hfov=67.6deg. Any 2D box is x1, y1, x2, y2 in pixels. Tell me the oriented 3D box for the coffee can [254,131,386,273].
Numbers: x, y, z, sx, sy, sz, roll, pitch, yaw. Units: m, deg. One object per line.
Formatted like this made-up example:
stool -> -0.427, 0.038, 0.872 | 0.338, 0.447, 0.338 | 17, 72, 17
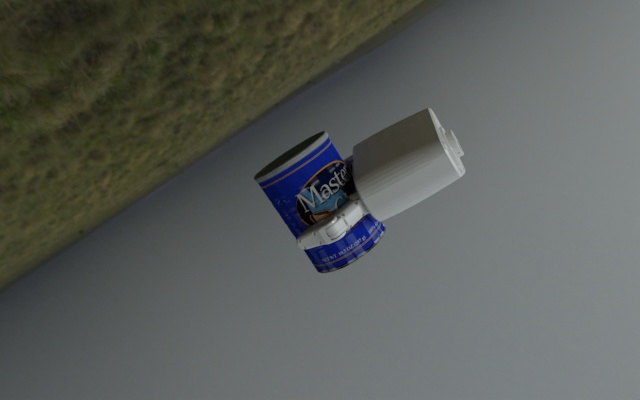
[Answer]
coffee can -> 0.000, 0.002, 0.583 | 0.103, 0.140, 0.102 | -31, 12, 8
